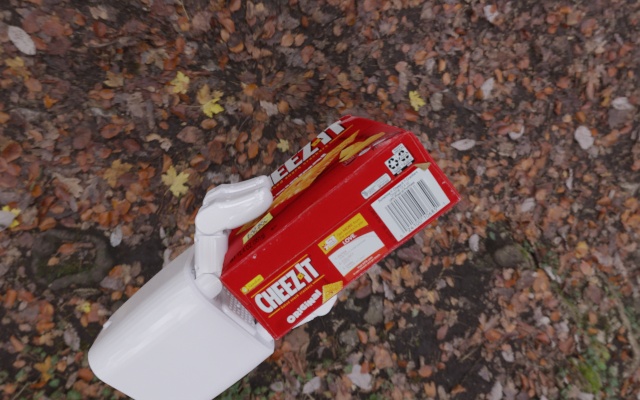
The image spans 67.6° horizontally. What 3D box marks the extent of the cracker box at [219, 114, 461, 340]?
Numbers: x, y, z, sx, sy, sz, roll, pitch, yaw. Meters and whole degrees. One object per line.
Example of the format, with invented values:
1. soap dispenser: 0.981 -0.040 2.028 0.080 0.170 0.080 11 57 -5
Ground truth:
1. cracker box: 0.000 0.002 0.419 0.164 0.072 0.213 -38 15 2
